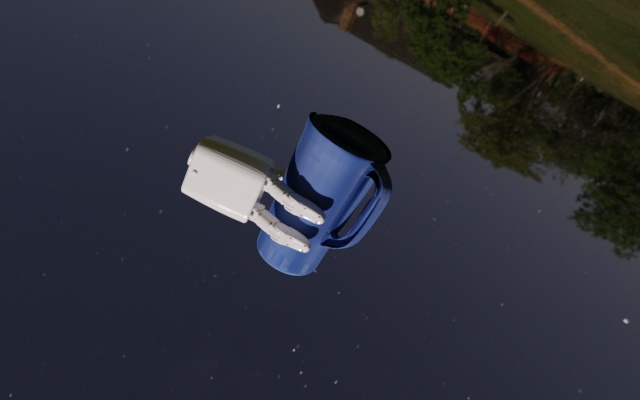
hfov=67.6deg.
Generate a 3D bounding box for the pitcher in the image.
[{"bbox_3d":[0.000,0.002,0.726,0.145,0.243,0.149,25,27,-7],"label":"pitcher"}]
